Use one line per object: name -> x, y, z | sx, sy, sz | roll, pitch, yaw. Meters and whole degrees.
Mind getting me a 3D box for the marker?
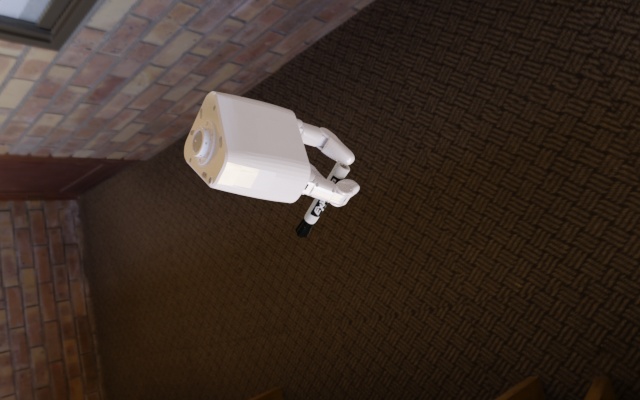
marker -> 0.000, 0.002, 0.621 | 0.020, 0.121, 0.020 | 25, 28, -14
